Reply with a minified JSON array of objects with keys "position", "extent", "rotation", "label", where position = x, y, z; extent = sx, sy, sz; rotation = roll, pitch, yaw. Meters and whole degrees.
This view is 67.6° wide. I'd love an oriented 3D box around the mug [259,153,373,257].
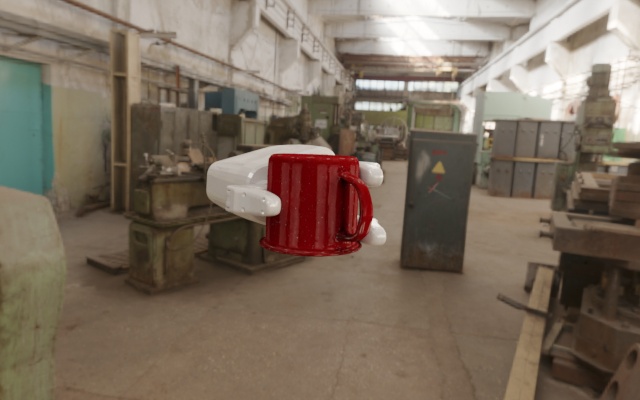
[{"position":[0.001,0.001,0.419],"extent":[0.093,0.081,0.117],"rotation":[-3,10,-38],"label":"mug"}]
